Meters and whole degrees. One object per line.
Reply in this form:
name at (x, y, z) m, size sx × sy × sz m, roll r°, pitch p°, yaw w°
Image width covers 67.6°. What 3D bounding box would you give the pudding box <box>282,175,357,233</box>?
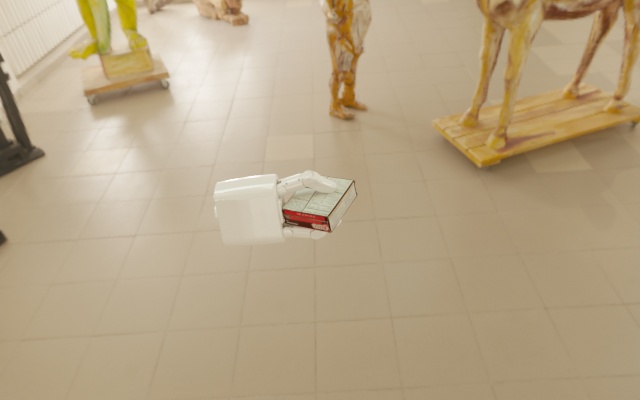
pudding box at (0.000, 0.003, 0.819) m, size 0.090 × 0.039 × 0.113 m, roll 11°, pitch 42°, yaw 26°
